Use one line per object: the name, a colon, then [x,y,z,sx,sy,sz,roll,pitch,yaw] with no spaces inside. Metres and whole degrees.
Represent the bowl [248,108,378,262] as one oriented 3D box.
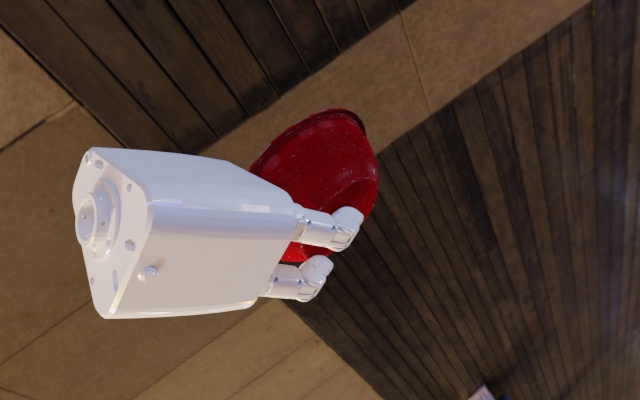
bowl: [0.001,0.001,0.427,0.055,0.162,0.162,42,22,27]
